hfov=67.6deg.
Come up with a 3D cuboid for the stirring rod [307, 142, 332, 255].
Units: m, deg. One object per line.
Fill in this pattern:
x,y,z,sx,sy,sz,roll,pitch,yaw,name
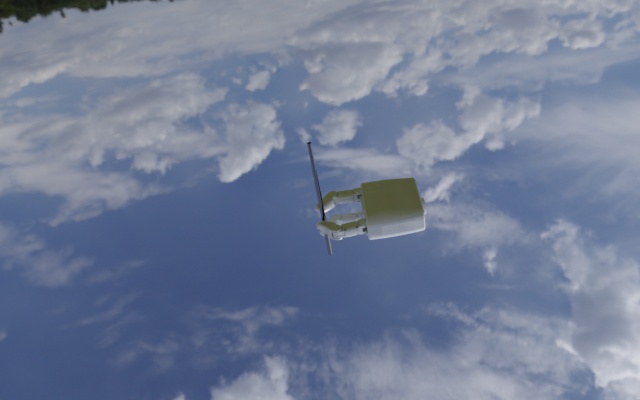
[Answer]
0.000,0.003,0.885,0.011,0.240,0.011,-8,30,5,stirring rod
